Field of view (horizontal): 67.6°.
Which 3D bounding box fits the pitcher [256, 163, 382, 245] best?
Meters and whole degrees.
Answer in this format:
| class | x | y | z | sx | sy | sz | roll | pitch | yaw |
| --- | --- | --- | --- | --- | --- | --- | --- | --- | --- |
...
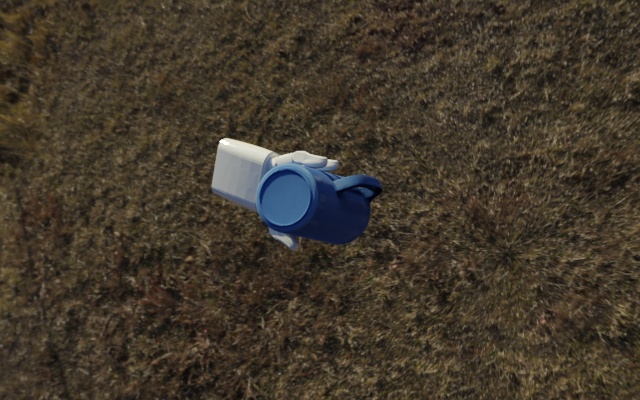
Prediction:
| class | x | y | z | sx | sy | sz | roll | pitch | yaw |
| --- | --- | --- | --- | --- | --- | --- | --- | --- | --- |
| pitcher | 0.000 | 0.003 | 0.827 | 0.145 | 0.149 | 0.243 | 22 | 3 | 23 |
